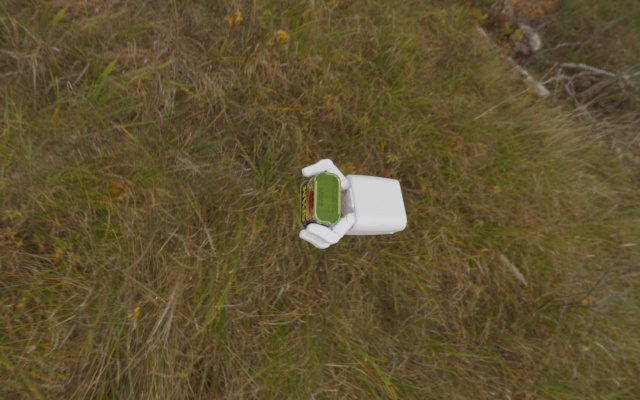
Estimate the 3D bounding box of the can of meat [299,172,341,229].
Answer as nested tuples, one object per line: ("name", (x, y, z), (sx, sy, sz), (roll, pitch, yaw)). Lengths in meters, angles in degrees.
("can of meat", (0.000, 0.003, 0.895), (0.057, 0.102, 0.084), (5, -12, -18))
